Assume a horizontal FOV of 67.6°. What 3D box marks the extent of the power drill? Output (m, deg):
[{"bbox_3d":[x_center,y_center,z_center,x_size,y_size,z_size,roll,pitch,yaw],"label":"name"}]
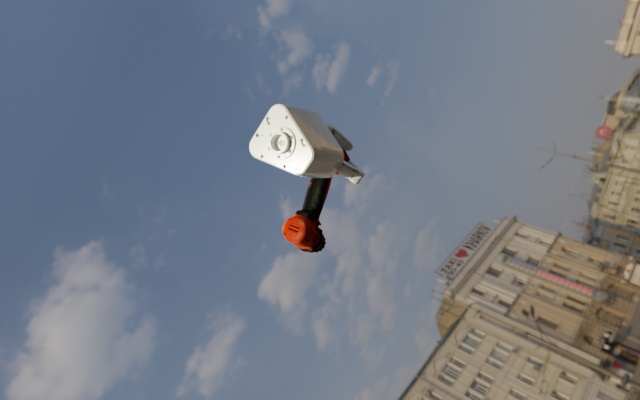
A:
[{"bbox_3d":[0.000,0.002,0.863,0.057,0.187,0.184,17,-8,13],"label":"power drill"}]
